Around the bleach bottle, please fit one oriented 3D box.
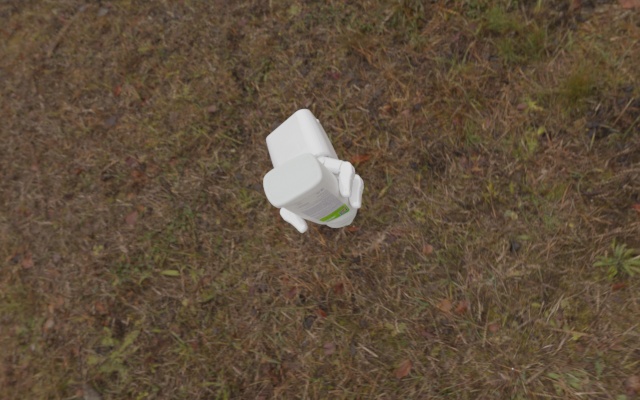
[{"bbox_3d":[0.000,0.003,0.853,0.102,0.068,0.251,-28,-26,11],"label":"bleach bottle"}]
